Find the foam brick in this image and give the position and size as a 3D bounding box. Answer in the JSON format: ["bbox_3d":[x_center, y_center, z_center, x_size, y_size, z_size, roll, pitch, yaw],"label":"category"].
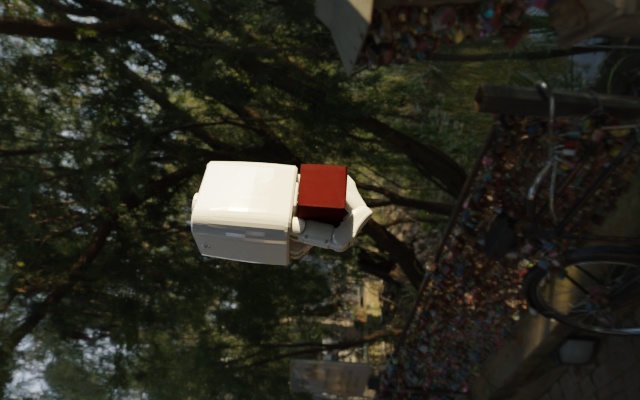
[{"bbox_3d":[0.000,0.002,0.532,0.051,0.053,0.078,5,-28,-1],"label":"foam brick"}]
